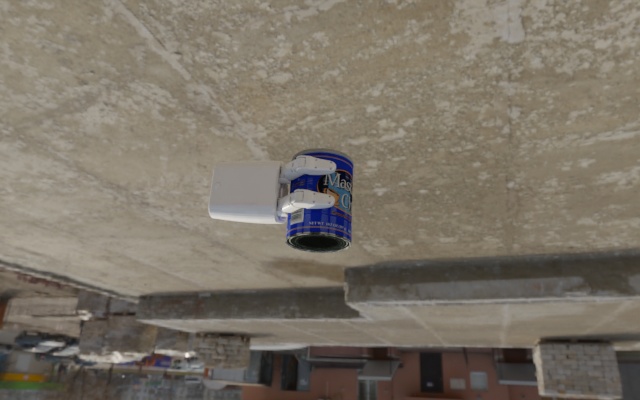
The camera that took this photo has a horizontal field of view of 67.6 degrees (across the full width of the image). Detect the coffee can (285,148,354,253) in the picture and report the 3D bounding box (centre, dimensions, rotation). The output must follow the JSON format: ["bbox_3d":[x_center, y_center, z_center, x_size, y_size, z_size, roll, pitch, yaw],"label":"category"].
[{"bbox_3d":[0.000,0.002,0.760,0.103,0.140,0.103,3,-21,1],"label":"coffee can"}]
